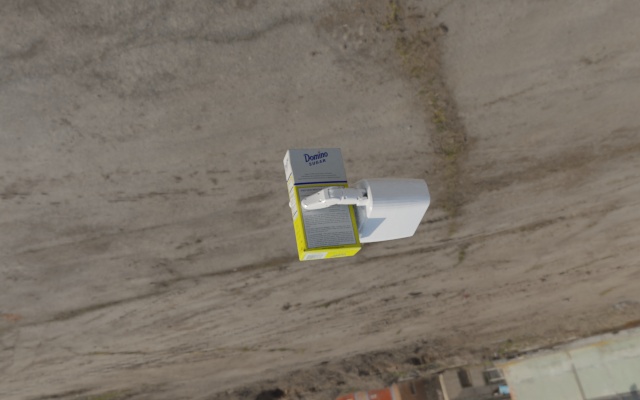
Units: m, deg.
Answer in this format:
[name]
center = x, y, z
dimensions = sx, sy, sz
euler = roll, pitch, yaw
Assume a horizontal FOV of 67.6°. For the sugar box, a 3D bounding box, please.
[sugar box]
center = 0.000, 0.003, 0.764
dimensions = 0.093, 0.176, 0.048
euler = -3, -25, -18
